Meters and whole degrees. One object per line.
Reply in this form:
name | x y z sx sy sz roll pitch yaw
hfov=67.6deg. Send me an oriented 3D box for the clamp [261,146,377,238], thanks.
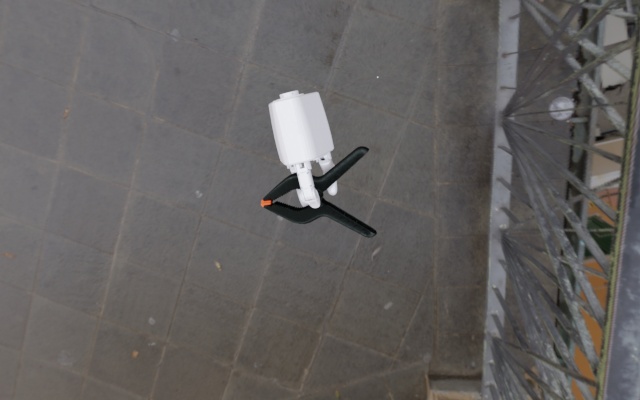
clamp | -0.001 0.003 0.859 0.210 0.164 0.036 -12 11 10
